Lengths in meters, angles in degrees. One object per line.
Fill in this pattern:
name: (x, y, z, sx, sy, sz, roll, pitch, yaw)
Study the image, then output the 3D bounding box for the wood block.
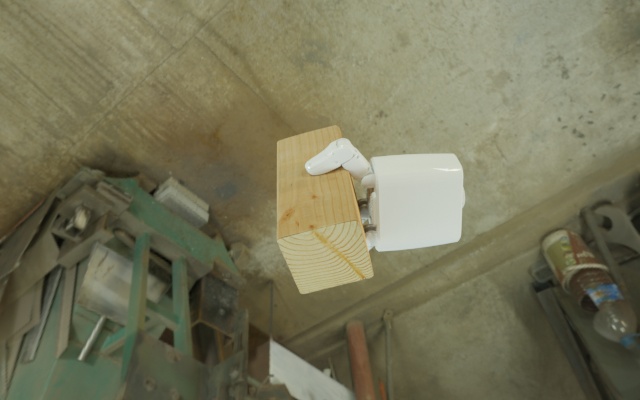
wood block: (0.000, 0.002, 0.599, 0.090, 0.091, 0.206, -14, 37, 5)
